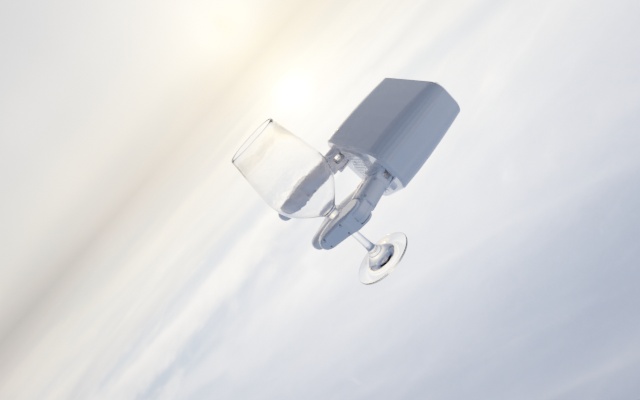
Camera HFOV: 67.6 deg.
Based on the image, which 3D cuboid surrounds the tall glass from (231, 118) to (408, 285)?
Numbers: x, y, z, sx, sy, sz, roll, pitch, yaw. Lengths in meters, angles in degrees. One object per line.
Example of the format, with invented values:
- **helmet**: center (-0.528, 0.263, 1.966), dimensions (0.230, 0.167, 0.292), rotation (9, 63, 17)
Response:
- **tall glass**: center (0.000, 0.002, 0.514), dimensions (0.201, 0.079, 0.079), rotation (42, -14, -17)
